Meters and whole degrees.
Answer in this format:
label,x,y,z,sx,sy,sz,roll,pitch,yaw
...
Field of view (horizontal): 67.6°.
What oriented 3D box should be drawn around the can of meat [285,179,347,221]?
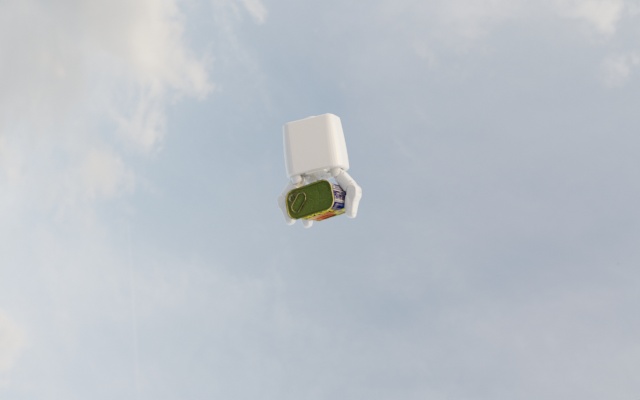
label,x,y,z,sx,sy,sz,roll,pitch,yaw
can of meat,0.000,0.003,0.892,0.102,0.057,0.084,-18,-15,29
